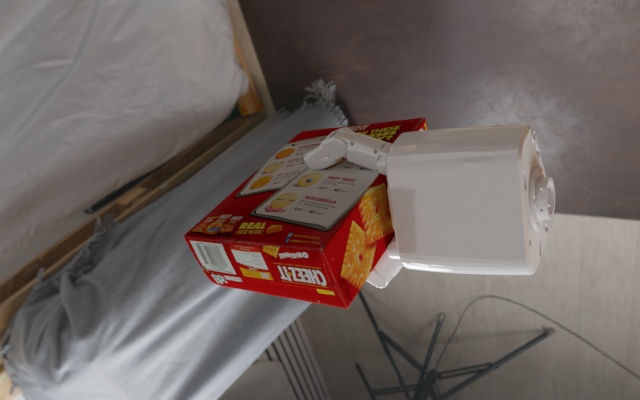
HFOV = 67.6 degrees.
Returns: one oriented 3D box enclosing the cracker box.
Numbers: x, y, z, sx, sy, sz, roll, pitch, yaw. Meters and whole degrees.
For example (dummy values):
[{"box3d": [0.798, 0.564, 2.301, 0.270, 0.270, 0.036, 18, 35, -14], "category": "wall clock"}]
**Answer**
[{"box3d": [0.000, 0.002, 0.475, 0.164, 0.072, 0.213, 0, 34, 37], "category": "cracker box"}]
